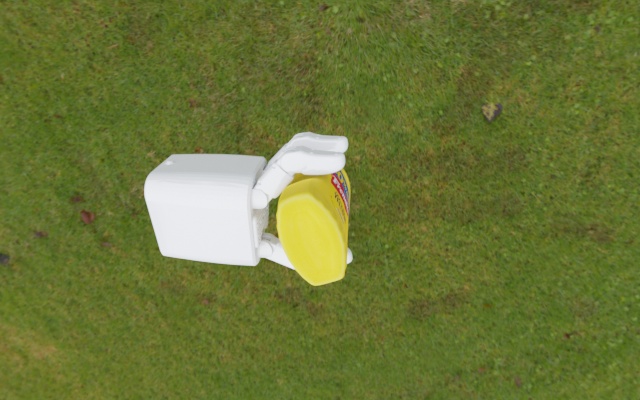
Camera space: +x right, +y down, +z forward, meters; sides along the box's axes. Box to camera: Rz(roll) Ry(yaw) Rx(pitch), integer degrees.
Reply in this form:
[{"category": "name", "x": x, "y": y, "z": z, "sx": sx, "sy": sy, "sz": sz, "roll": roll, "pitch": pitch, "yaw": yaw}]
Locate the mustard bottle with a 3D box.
[{"category": "mustard bottle", "x": 0.000, "y": 0.002, "z": 0.514, "sx": 0.058, "sy": 0.096, "sz": 0.191, "roll": -18, "pitch": 20, "yaw": 13}]
